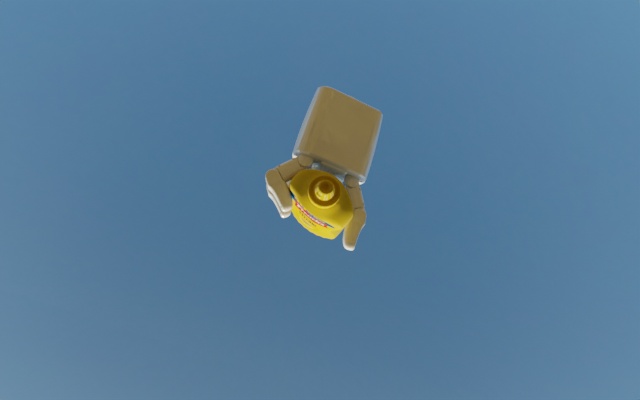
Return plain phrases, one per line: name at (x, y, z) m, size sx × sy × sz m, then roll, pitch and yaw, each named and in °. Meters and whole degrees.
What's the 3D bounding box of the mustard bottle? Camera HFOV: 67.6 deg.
mustard bottle at (0.000, 0.002, 0.658) m, size 0.096 × 0.058 × 0.192 m, roll 42°, pitch -11°, yaw 4°
